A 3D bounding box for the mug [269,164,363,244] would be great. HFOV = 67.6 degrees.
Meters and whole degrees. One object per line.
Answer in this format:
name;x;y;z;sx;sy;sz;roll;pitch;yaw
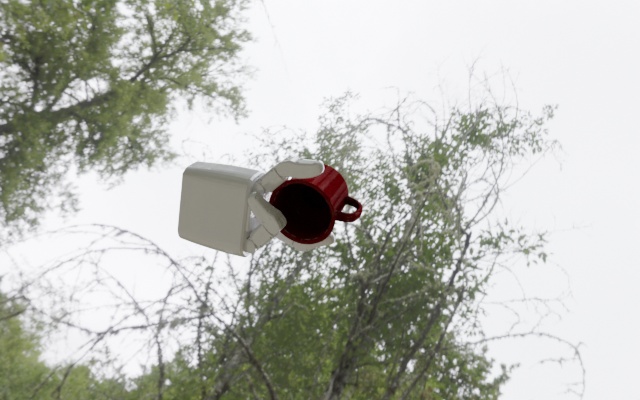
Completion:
mug;0.002;0.002;0.644;0.117;0.093;0.081;11;28;17
